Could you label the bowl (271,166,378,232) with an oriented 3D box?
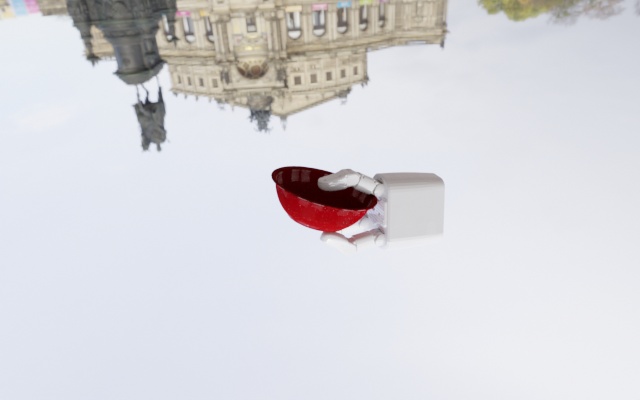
[{"bbox_3d":[-0.001,0.002,0.711,0.162,0.055,0.162,14,20,-5],"label":"bowl"}]
